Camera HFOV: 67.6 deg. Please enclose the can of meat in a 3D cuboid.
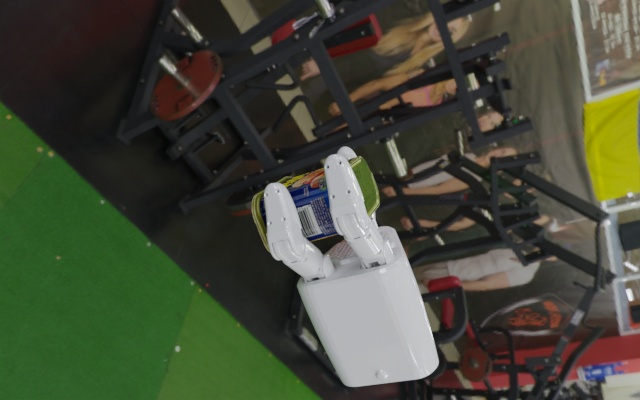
[{"bbox_3d":[0.000,0.001,0.431,0.084,0.057,0.102,-17,10,22],"label":"can of meat"}]
